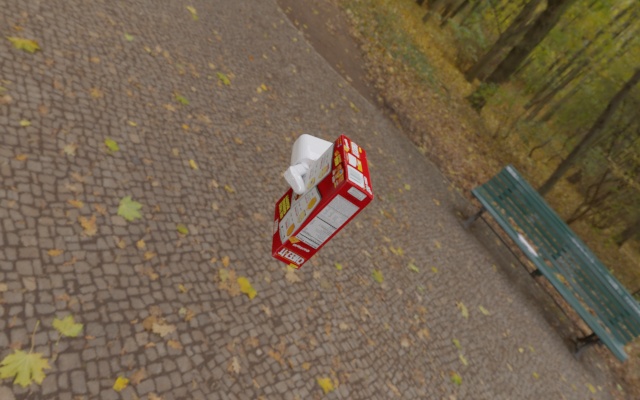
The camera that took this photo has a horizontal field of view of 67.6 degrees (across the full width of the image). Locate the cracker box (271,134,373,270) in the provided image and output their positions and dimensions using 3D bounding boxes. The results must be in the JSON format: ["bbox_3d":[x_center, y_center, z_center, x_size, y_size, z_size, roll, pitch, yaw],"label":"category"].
[{"bbox_3d":[0.000,0.003,0.895,0.072,0.214,0.164,33,29,-22],"label":"cracker box"}]
